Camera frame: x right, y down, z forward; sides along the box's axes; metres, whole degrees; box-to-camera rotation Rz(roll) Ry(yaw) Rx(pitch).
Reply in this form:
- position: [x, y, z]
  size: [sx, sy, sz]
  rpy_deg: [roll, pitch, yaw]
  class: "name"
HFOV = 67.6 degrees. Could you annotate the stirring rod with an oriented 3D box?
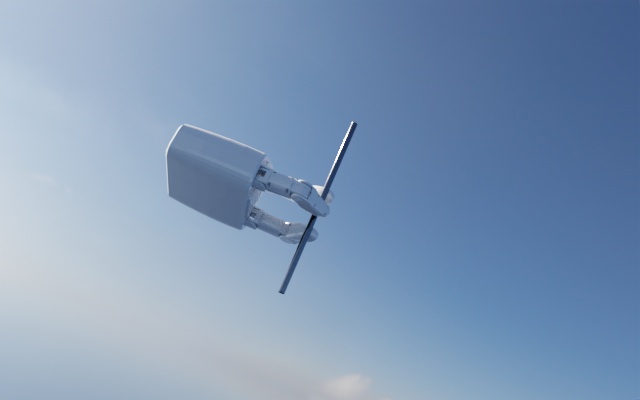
- position: [0.000, 0.002, 0.583]
  size: [0.011, 0.239, 0.011]
  rpy_deg: [20, -22, 8]
  class: "stirring rod"
